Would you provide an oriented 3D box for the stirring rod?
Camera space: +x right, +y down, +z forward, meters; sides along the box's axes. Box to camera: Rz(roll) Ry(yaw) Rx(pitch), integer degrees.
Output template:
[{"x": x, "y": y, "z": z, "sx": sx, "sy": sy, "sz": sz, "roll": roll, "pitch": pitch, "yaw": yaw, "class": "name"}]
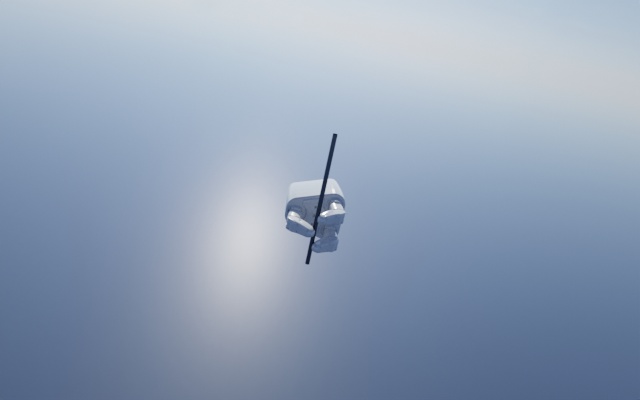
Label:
[{"x": 0.000, "y": 0.003, "z": 0.816, "sx": 0.011, "sy": 0.240, "sz": 0.011, "roll": 11, "pitch": 20, "yaw": -4, "class": "stirring rod"}]
